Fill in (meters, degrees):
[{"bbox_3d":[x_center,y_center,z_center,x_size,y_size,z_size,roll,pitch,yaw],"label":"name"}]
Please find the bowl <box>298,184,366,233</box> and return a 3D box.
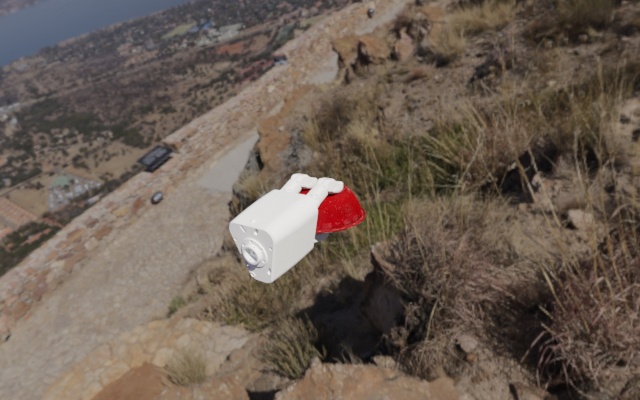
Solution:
[{"bbox_3d":[0.001,0.002,0.856,0.162,0.055,0.162,-2,19,1],"label":"bowl"}]
